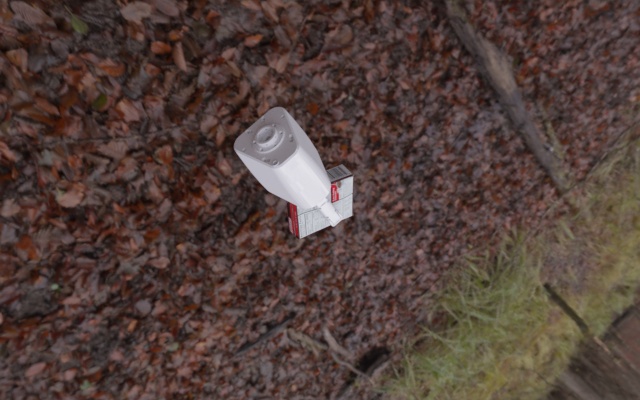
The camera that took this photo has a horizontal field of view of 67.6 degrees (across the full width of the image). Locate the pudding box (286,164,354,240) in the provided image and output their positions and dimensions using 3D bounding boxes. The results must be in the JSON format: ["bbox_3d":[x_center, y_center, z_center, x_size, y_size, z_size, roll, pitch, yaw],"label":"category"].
[{"bbox_3d":[0.000,0.003,0.778,0.113,0.090,0.039,-21,43,-23],"label":"pudding box"}]
